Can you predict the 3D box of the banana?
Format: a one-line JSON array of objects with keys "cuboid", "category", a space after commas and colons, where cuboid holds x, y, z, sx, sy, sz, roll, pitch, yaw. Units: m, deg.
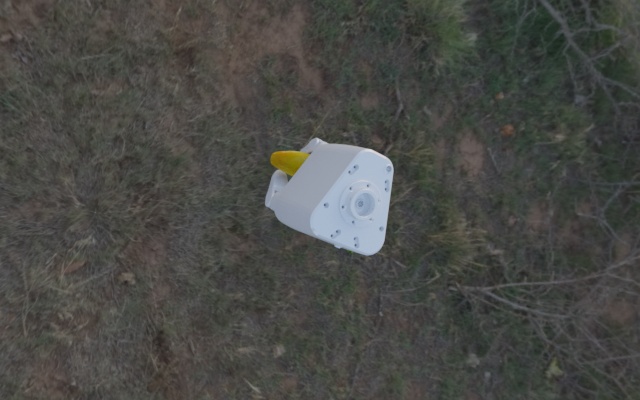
[{"cuboid": [0.016, -0.008, 0.653, 0.069, 0.198, 0.037, -43, 27, -6], "category": "banana"}]
